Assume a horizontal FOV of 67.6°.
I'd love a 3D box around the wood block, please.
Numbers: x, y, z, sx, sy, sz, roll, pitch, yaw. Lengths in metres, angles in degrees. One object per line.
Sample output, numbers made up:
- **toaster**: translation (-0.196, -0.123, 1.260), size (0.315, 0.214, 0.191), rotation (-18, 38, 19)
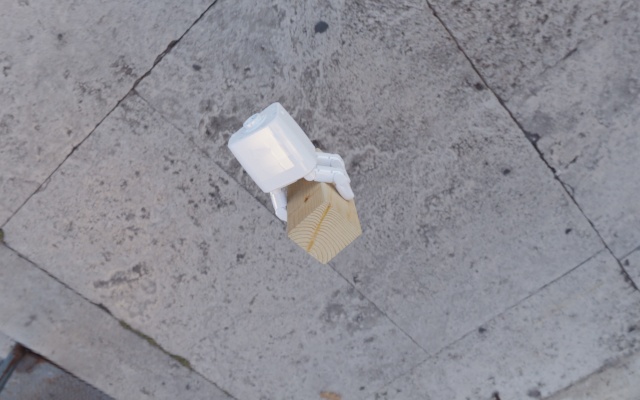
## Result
- **wood block**: translation (0.000, 0.003, 0.853), size (0.090, 0.091, 0.206), rotation (40, 20, -23)
